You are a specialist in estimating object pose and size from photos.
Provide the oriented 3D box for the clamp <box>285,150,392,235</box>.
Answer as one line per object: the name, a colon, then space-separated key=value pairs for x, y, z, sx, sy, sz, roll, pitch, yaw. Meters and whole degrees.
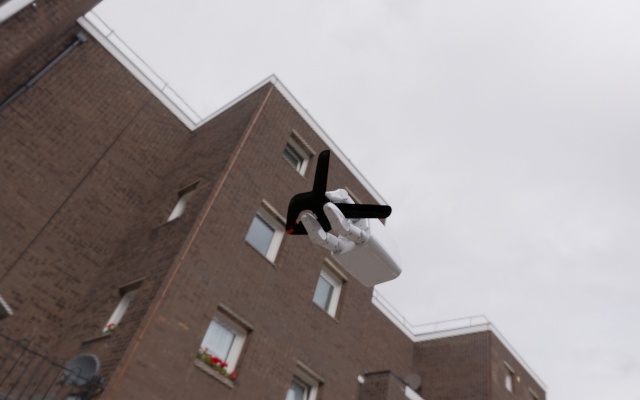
clamp: x=0.000 y=0.003 z=0.857 sx=0.210 sy=0.164 sz=0.036 roll=-26 pitch=27 yaw=37
